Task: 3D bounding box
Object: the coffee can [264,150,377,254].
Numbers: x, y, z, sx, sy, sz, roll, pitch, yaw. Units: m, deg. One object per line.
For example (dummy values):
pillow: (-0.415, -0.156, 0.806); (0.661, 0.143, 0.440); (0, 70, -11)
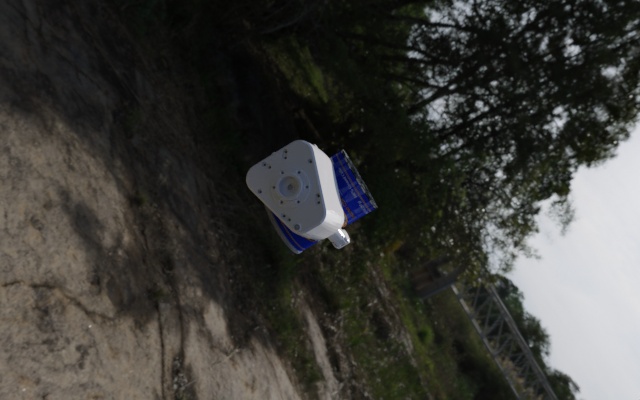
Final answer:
coffee can: (0.000, 0.003, 0.723); (0.140, 0.103, 0.103); (-30, -4, 7)
